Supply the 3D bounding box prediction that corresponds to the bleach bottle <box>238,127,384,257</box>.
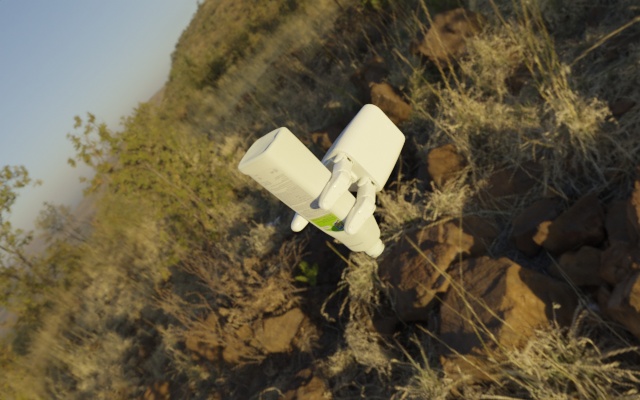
[{"bbox_3d":[0.000,0.002,0.722,0.251,0.068,0.102,43,-30,-22],"label":"bleach bottle"}]
